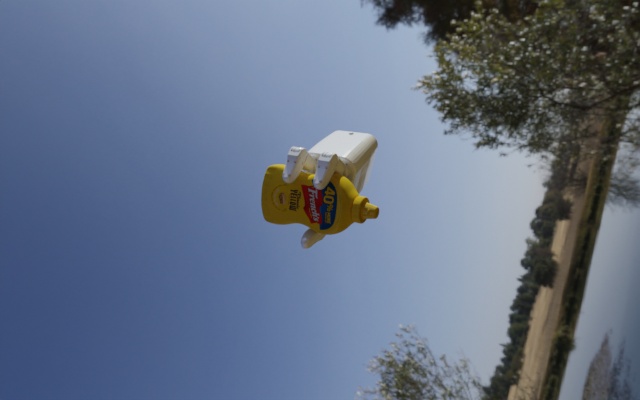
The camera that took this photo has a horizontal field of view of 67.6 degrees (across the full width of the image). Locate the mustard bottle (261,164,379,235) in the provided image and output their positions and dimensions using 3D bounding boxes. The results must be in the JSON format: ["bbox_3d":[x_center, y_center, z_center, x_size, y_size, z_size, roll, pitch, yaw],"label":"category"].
[{"bbox_3d":[0.000,0.002,0.743,0.191,0.096,0.058,11,11,27],"label":"mustard bottle"}]
